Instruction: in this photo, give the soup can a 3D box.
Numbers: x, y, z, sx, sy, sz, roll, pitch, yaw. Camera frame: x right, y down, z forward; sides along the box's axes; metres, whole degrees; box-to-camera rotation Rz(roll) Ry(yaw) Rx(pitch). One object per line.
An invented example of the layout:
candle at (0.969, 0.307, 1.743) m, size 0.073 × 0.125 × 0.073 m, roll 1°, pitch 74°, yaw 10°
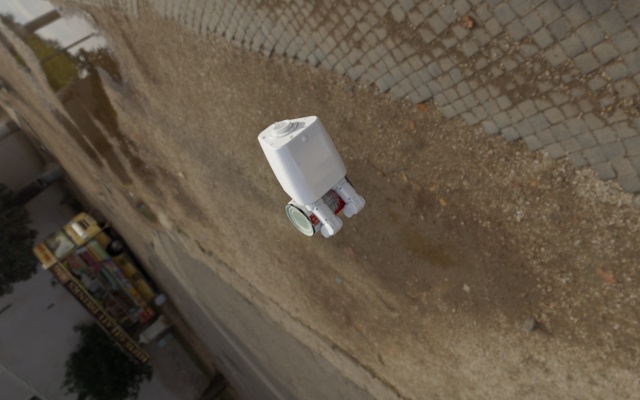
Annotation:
soup can at (0.000, 0.003, 0.801) m, size 0.102 × 0.068 × 0.068 m, roll -42°, pitch 20°, yaw -24°
